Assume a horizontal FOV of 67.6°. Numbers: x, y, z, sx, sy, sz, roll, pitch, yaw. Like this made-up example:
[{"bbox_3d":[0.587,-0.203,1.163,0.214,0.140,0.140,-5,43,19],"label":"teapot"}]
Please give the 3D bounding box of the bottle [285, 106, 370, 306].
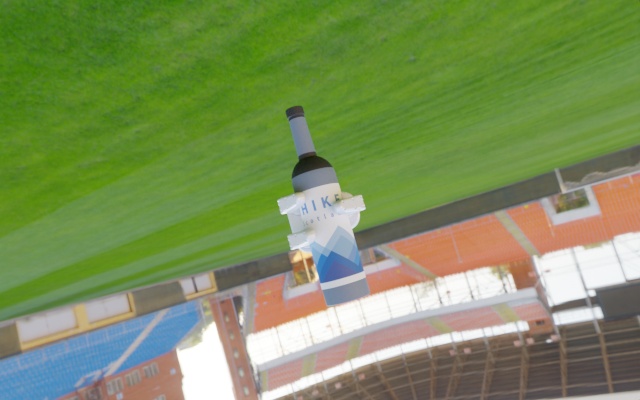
[{"bbox_3d":[0.000,0.003,0.705,0.069,0.295,0.069,-16,-6,-2],"label":"bottle"}]
